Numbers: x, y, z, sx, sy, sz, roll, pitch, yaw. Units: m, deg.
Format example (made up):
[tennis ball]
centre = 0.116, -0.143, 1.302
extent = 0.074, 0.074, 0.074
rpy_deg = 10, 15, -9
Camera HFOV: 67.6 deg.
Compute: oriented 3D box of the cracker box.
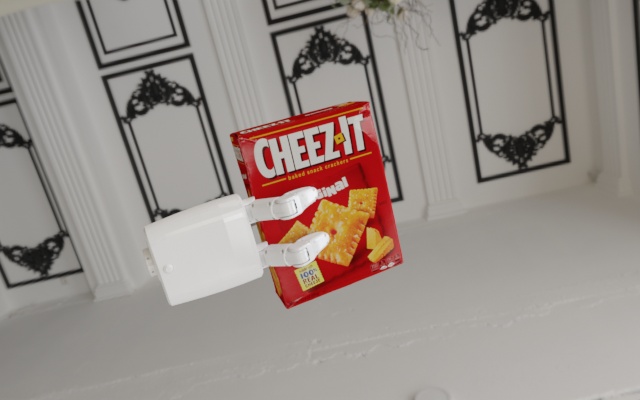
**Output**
[cracker box]
centre = 0.000, 0.002, 0.585
extent = 0.164, 0.214, 0.072
rpy_deg = -18, 15, -15
